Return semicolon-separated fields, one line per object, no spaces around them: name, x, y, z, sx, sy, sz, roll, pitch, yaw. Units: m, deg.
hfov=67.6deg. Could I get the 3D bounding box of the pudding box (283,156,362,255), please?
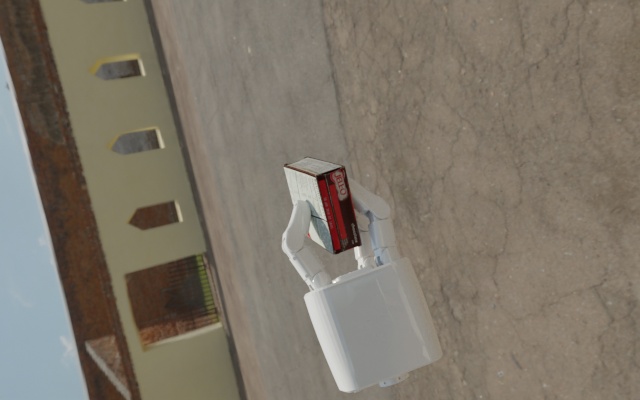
pudding box;0.000;0.002;0.538;0.039;0.090;0.113;-18;17;-20
